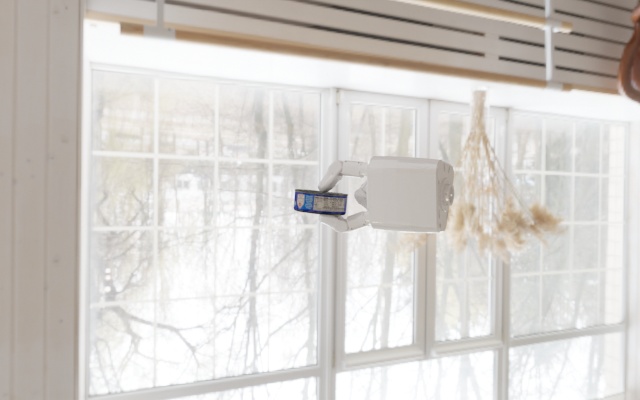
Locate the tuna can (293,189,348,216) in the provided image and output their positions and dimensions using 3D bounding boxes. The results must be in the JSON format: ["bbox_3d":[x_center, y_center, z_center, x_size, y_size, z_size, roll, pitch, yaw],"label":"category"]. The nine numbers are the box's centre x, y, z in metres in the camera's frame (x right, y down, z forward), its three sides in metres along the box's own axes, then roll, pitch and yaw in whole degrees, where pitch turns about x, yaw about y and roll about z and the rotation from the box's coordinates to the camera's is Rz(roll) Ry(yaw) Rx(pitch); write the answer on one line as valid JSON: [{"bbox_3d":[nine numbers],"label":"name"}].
[{"bbox_3d":[0.000,0.003,0.758,0.086,0.034,0.086,5,3,0],"label":"tuna can"}]
